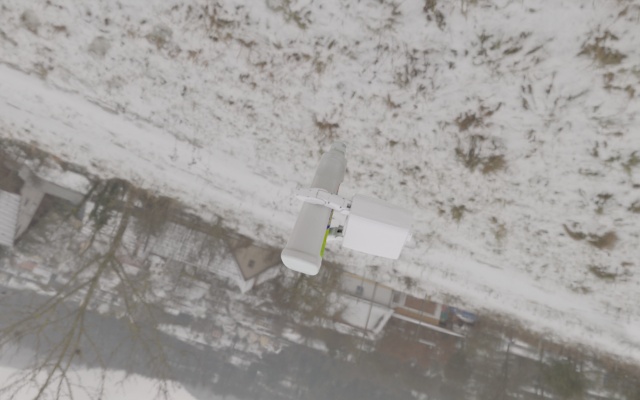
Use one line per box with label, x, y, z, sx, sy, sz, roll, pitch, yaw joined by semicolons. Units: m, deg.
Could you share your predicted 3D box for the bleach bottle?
bleach bottle;0.000;0.003;0.867;0.068;0.250;0.103;16;-19;6
